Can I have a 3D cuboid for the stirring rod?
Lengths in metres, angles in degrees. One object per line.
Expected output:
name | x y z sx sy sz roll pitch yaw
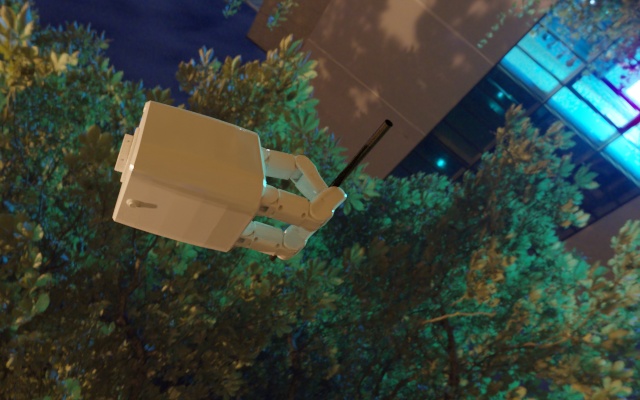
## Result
stirring rod | 0.000 0.001 0.483 0.011 0.011 0.240 0 -34 -35
